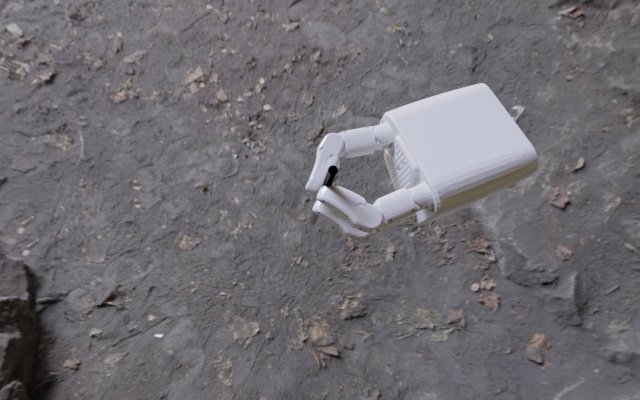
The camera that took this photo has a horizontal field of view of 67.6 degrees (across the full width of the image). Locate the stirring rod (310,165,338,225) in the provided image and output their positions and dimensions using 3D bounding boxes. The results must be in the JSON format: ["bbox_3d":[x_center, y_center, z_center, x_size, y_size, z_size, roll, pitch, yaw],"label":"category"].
[{"bbox_3d":[0.000,0.002,0.490,0.011,0.011,0.239,0,-12,-5],"label":"stirring rod"}]
